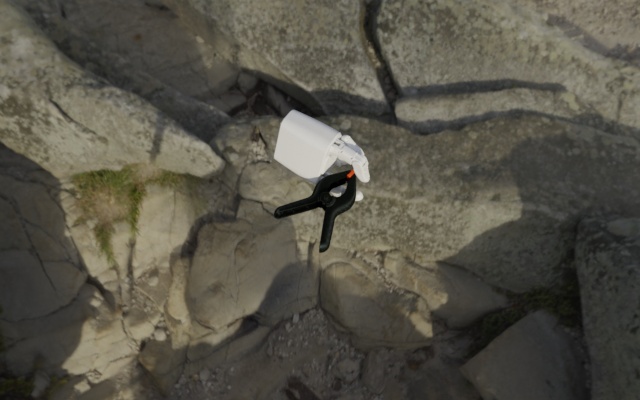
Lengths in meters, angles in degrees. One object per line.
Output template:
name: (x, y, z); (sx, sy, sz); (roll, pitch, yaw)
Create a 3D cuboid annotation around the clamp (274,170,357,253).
clamp: (0.000, 0.003, 0.875); (0.120, 0.171, 0.039); (31, -27, 10)
